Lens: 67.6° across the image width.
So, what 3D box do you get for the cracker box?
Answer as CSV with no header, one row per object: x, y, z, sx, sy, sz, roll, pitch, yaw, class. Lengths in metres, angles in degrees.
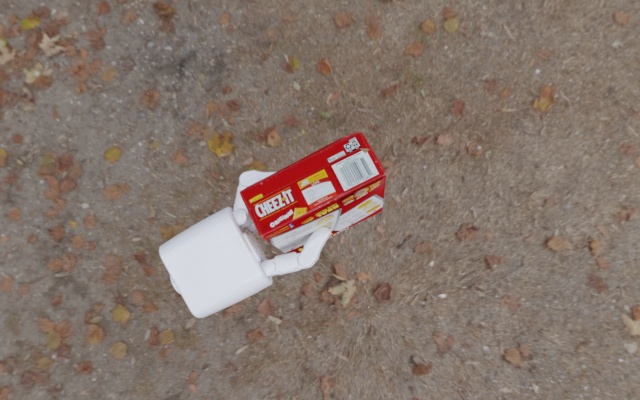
0.000,0.002,0.651,0.164,0.072,0.214,-27,-14,0,cracker box
